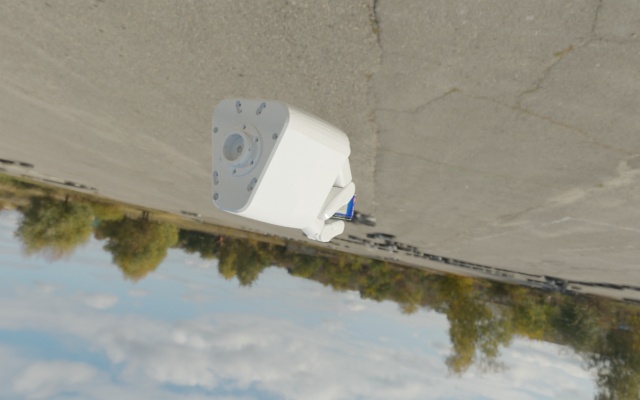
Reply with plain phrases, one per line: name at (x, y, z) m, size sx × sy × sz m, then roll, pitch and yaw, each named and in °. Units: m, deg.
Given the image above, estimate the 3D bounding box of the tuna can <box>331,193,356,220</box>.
tuna can at (0.000, 0.003, 0.595) m, size 0.086 × 0.034 × 0.086 m, roll 8°, pitch -2°, yaw 0°
